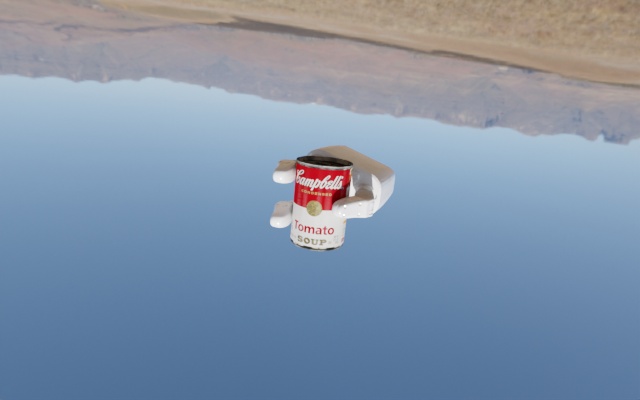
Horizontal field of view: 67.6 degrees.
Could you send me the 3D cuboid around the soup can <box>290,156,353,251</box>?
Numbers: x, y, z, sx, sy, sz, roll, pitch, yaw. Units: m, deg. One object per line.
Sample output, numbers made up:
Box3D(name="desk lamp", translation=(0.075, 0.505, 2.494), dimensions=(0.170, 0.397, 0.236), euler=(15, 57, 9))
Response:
Box3D(name="soup can", translation=(0.000, 0.002, 0.577), dimensions=(0.068, 0.102, 0.068), euler=(6, 15, -1))
